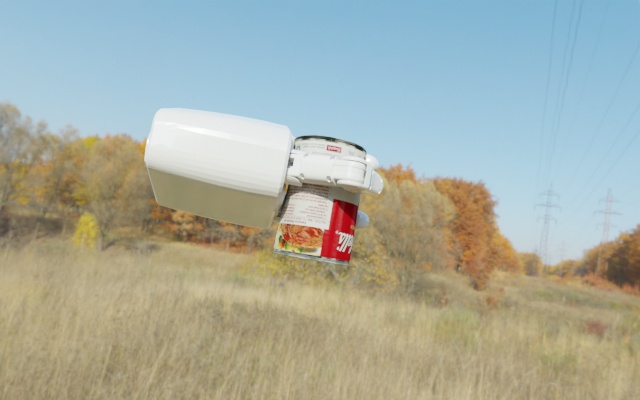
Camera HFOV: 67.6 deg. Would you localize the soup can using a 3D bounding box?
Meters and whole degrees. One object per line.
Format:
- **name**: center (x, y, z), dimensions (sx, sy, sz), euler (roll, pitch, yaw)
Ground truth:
- **soup can**: center (0.001, 0.001, 0.417), dimensions (0.068, 0.102, 0.068), euler (10, -7, 1)
